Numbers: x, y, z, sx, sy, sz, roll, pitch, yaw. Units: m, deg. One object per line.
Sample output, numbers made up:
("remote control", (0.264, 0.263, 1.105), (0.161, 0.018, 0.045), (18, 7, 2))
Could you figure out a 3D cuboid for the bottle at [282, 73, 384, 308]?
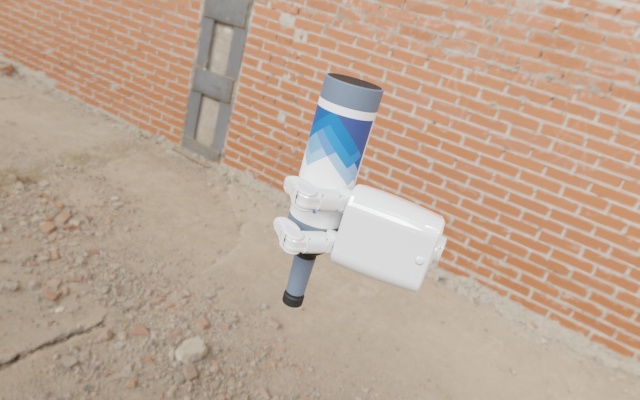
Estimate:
("bottle", (0.000, 0.002, 0.574), (0.069, 0.296, 0.069), (14, 22, -6))
